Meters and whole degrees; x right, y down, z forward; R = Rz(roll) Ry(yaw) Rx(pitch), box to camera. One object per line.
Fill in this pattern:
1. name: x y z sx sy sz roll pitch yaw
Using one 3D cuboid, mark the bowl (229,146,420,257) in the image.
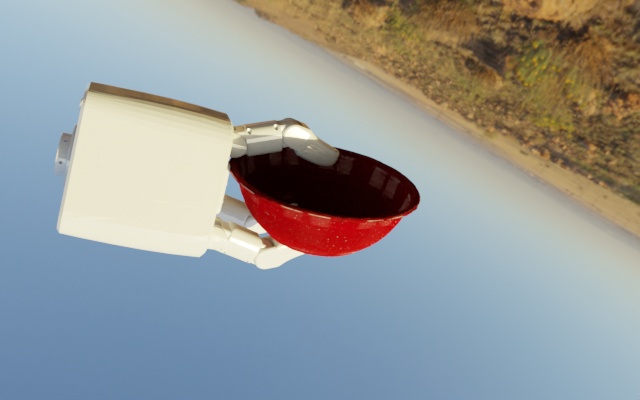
1. bowl: 0.001 0.002 0.412 0.162 0.055 0.162 9 24 -4
